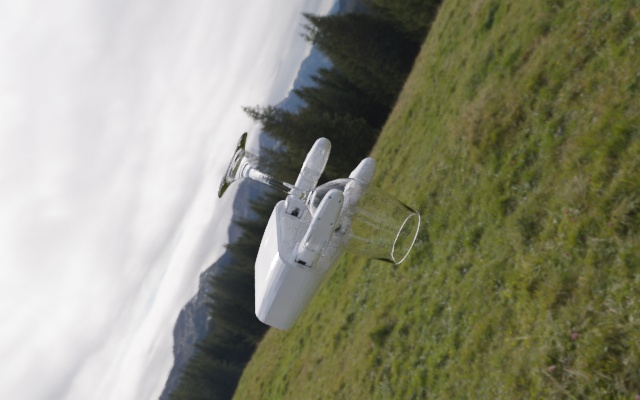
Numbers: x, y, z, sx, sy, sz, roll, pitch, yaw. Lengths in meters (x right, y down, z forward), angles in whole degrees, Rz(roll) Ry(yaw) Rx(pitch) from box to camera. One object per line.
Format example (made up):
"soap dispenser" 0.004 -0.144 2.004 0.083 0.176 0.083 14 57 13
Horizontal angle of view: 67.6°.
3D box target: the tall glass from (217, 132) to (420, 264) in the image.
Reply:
"tall glass" -0.001 0.001 0.501 0.201 0.079 0.079 23 -2 -4
